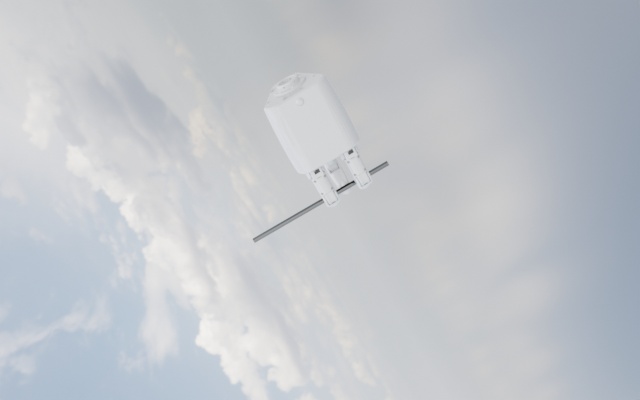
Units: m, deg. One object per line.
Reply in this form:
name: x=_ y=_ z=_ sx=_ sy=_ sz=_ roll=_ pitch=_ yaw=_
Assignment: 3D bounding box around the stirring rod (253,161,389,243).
stirring rod: x=0.000 y=0.002 z=0.741 sx=0.239 sy=0.011 sz=0.011 roll=-30 pitch=-1 yaw=1
